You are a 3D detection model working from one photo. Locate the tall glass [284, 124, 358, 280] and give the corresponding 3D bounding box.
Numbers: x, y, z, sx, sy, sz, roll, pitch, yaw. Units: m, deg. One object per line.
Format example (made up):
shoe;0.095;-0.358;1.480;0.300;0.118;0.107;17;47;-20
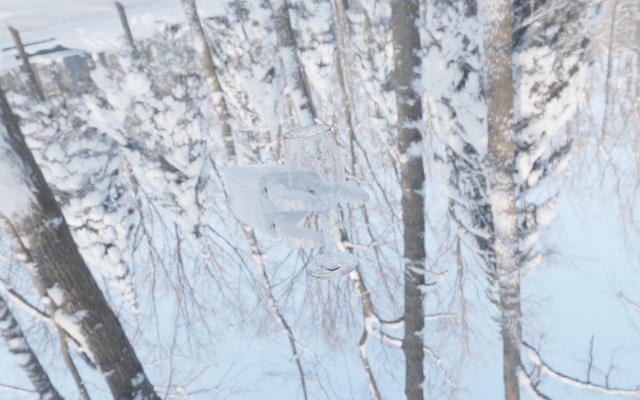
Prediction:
tall glass;0.000;0.003;0.648;0.079;0.201;0.079;-9;22;4
